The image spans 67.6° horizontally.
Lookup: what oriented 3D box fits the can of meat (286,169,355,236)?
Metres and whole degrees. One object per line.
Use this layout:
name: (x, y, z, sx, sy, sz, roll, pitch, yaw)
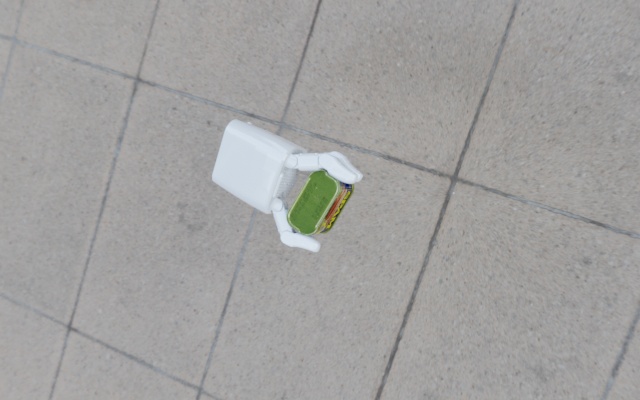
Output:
can of meat: (0.000, 0.002, 0.718, 0.057, 0.102, 0.084, 33, 9, 13)
